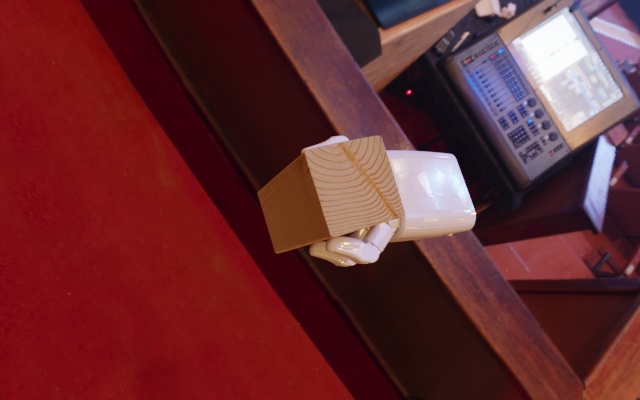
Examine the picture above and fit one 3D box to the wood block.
[{"bbox_3d":[0.000,0.001,0.568,0.090,0.091,0.206,-15,-5,-23],"label":"wood block"}]
